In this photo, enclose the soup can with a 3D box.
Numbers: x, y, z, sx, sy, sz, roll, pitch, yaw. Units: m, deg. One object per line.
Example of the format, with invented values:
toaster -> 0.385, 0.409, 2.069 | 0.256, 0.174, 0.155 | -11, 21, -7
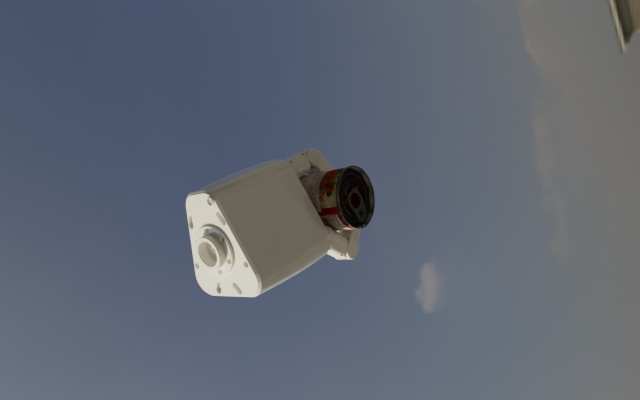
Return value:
soup can -> 0.000, 0.002, 0.537 | 0.102, 0.068, 0.068 | -7, -5, 39
